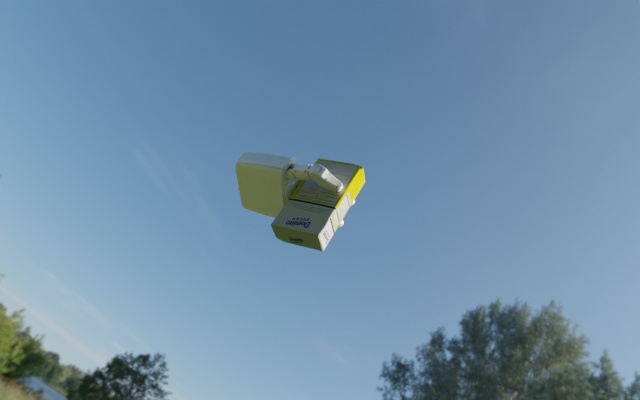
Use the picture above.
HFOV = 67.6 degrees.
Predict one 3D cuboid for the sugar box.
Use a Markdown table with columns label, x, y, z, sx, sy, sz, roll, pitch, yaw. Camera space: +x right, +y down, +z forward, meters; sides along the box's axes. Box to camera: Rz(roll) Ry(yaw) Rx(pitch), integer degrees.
| label | x | y | z | sx | sy | sz | roll | pitch | yaw |
| --- | --- | --- | --- | --- | --- | --- | --- | --- | --- |
| sugar box | 0.000 | 0.003 | 0.819 | 0.093 | 0.176 | 0.048 | 12 | -39 | 28 |
